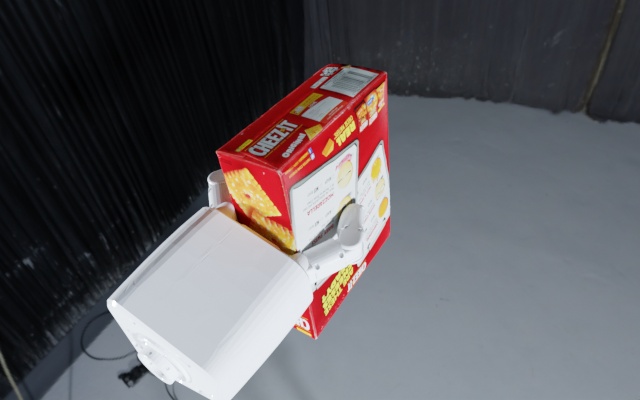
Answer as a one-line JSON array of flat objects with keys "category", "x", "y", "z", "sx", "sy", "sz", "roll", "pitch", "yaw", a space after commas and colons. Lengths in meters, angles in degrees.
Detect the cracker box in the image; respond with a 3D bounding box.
[{"category": "cracker box", "x": 0.000, "y": 0.001, "z": 0.462, "sx": 0.072, "sy": 0.214, "sz": 0.164, "roll": 20, "pitch": 49, "yaw": 28}]
